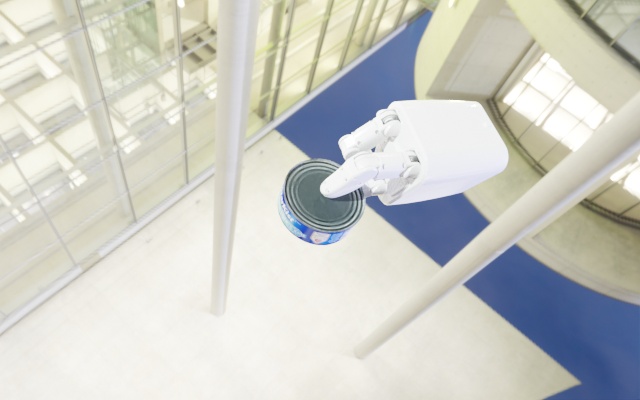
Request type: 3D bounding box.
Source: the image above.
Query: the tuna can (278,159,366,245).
[{"bbox_3d":[0.000,0.002,0.487,0.086,0.086,0.034,0,-31,-20],"label":"tuna can"}]
